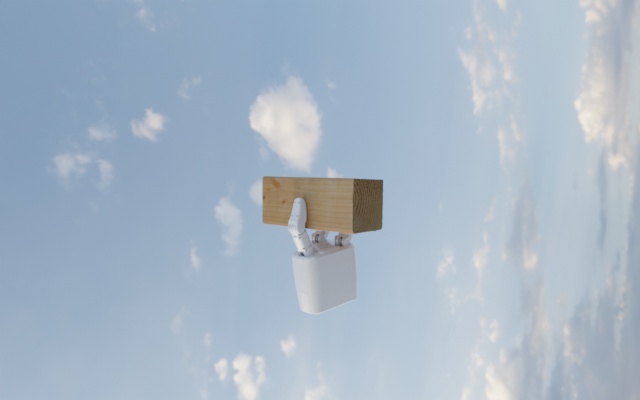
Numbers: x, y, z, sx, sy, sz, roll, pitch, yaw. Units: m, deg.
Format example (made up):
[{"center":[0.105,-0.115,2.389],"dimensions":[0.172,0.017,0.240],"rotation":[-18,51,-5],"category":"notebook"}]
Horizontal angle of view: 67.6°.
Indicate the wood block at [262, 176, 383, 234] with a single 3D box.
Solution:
[{"center":[0.000,0.003,0.849],"dimensions":[0.206,0.090,0.091],"rotation":[3,4,39],"category":"wood block"}]
